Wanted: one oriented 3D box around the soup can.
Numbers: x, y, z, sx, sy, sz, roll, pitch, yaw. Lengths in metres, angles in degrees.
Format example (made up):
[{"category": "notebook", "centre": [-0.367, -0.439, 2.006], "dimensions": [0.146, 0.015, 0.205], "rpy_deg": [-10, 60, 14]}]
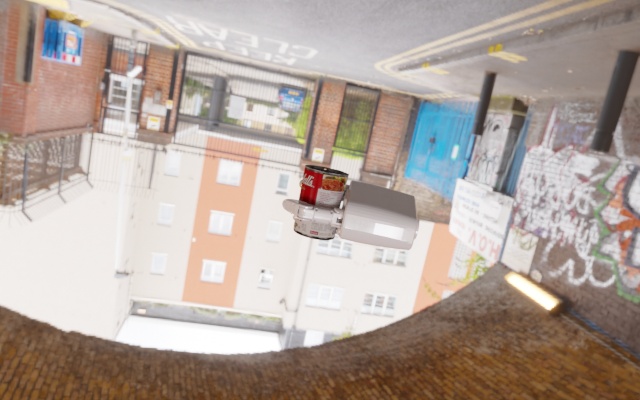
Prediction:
[{"category": "soup can", "centre": [0.000, 0.003, 0.728], "dimensions": [0.068, 0.102, 0.068], "rpy_deg": [11, 10, -2]}]
